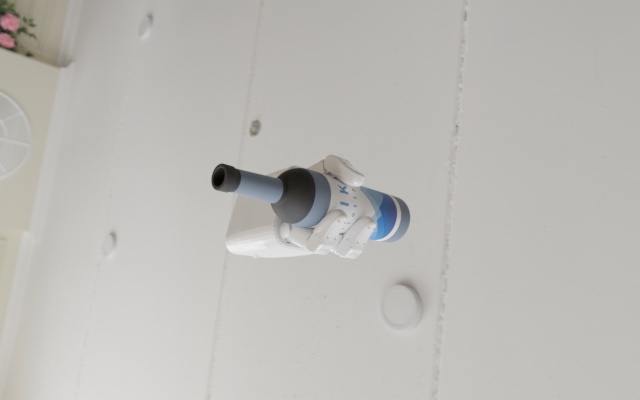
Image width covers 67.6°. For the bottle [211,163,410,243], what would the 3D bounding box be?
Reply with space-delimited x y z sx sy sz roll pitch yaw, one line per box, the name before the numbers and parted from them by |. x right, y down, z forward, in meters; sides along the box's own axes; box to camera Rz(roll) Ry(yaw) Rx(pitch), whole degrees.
bottle | 0.000 0.002 0.572 0.069 0.069 0.296 0 -10 43
